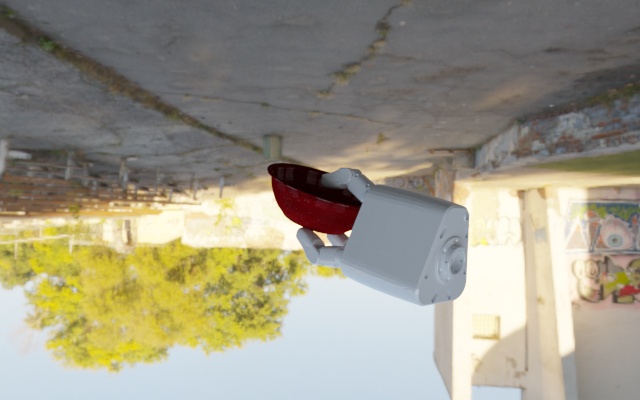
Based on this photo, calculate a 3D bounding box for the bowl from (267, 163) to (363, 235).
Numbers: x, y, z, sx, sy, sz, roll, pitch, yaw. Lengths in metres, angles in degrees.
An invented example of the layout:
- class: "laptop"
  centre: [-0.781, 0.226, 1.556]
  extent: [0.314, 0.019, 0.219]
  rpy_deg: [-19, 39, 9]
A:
- class: "bowl"
  centre: [-0.001, 0.002, 0.640]
  extent: [0.162, 0.055, 0.162]
  rpy_deg: [17, 15, -5]
